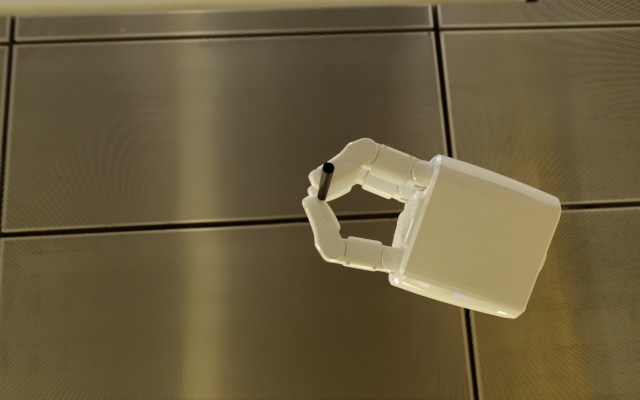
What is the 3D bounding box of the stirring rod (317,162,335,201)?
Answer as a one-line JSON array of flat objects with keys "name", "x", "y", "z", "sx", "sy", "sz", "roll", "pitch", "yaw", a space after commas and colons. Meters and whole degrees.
[{"name": "stirring rod", "x": 0.000, "y": 0.001, "z": 0.430, "sx": 0.011, "sy": 0.011, "sz": 0.239, "roll": 0, "pitch": -11, "yaw": -3}]
